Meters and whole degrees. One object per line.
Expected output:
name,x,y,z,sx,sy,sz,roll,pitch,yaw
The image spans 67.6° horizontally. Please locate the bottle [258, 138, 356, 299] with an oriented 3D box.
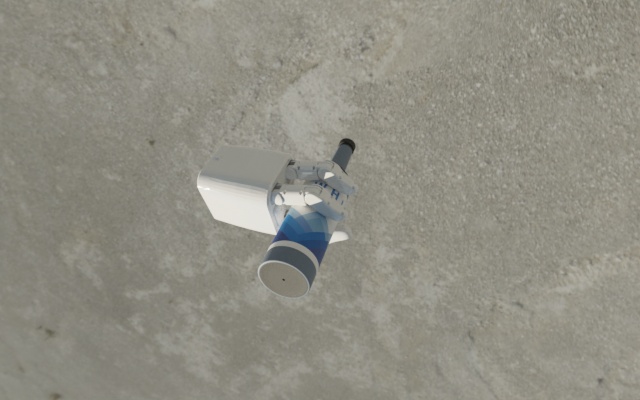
bottle,0.000,0.002,0.670,0.069,0.069,0.295,0,39,23
